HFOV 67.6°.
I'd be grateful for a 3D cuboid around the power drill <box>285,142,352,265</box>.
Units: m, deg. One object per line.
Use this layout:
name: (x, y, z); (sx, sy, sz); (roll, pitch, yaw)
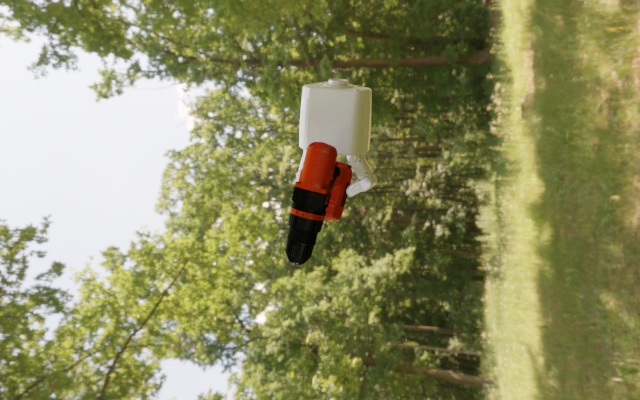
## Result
power drill: (0.000, 0.002, 0.767); (0.057, 0.184, 0.187); (16, 6, 10)
